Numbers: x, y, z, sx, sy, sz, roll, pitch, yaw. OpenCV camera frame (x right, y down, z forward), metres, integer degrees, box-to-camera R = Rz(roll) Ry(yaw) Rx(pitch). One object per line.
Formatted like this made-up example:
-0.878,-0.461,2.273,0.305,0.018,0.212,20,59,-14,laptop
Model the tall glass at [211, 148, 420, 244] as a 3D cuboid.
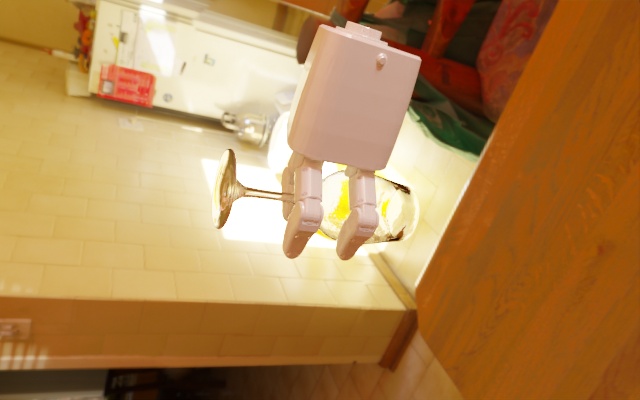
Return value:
-0.001,0.002,0.476,0.201,0.079,0.079,8,-4,-26,tall glass
